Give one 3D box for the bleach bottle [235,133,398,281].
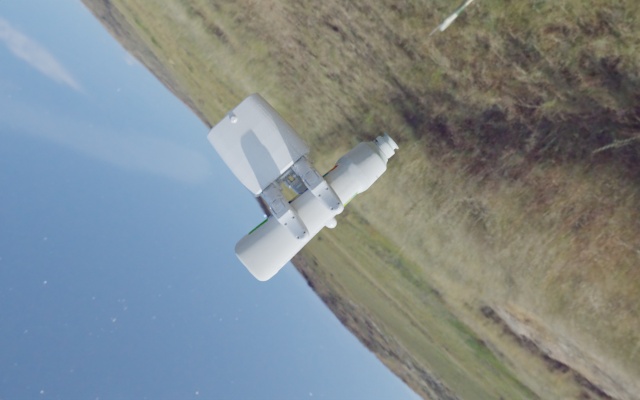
[{"bbox_3d":[0.000,0.002,0.650,0.251,0.068,0.102,-41,1,4],"label":"bleach bottle"}]
